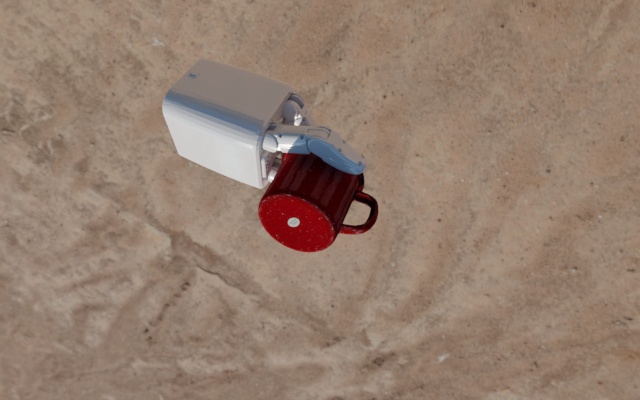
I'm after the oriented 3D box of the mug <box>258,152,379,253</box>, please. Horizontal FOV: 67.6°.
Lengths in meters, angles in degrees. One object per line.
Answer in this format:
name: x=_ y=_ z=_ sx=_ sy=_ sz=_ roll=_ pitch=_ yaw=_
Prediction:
mug: x=0.001 y=0.002 z=0.478 sx=0.117 sy=0.093 sz=0.081 roll=20 pitch=47 yaw=6
